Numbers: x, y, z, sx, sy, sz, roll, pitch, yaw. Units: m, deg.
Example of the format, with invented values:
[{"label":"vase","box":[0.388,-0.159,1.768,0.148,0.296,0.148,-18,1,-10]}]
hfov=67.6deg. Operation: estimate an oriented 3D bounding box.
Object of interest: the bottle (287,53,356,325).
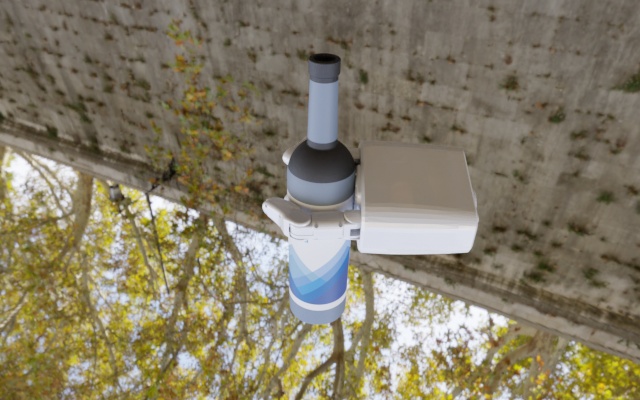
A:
[{"label":"bottle","box":[0.000,0.002,0.483,0.069,0.296,0.069,1,35,-1]}]
